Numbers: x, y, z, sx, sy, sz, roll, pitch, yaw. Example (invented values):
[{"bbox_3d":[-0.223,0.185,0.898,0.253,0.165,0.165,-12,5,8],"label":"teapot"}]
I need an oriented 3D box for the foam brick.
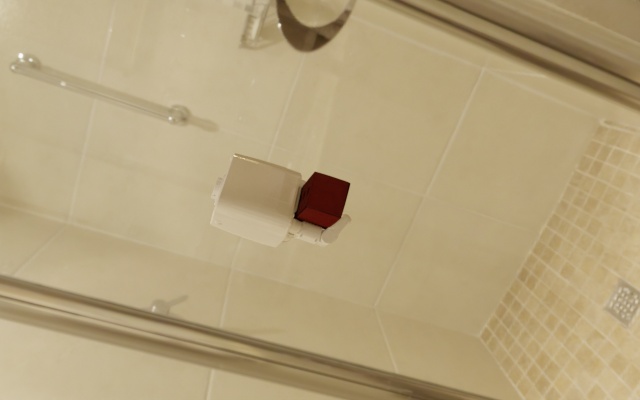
[{"bbox_3d":[0.000,0.002,0.655,0.051,0.053,0.078,19,-20,-10],"label":"foam brick"}]
